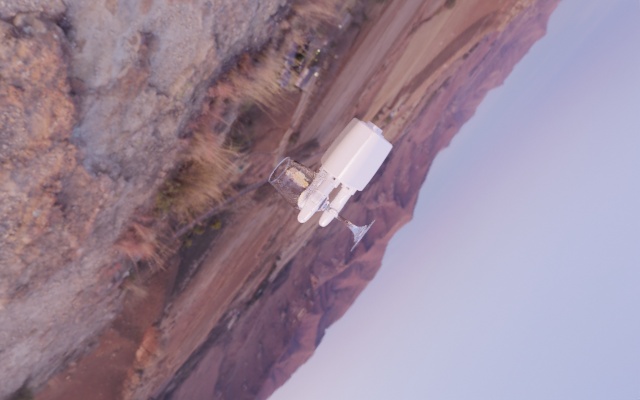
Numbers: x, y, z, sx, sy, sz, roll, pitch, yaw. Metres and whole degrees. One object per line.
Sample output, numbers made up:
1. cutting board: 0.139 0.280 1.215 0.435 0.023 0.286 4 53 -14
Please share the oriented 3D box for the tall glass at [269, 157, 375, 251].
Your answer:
1. tall glass: 0.001 0.003 0.885 0.201 0.079 0.079 38 5 6
